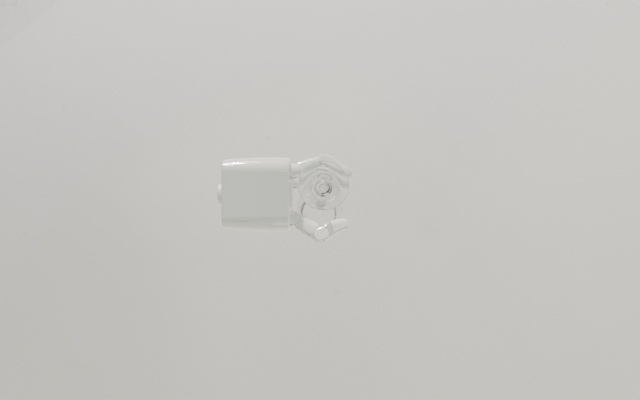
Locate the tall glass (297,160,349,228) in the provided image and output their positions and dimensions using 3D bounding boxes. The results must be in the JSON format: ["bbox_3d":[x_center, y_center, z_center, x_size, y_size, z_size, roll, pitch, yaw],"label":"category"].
[{"bbox_3d":[0.000,0.002,0.778,0.079,0.079,0.201,0,-15,-2],"label":"tall glass"}]
